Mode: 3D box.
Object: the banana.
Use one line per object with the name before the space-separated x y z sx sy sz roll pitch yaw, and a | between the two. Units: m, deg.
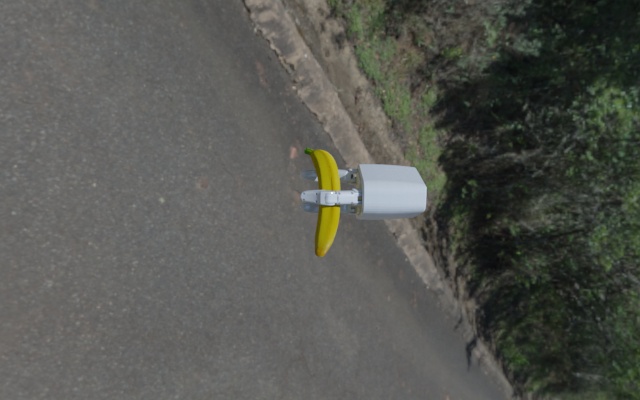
banana | 0.008 -0.005 0.815 0.037 0.197 0.070 2 -15 -27
